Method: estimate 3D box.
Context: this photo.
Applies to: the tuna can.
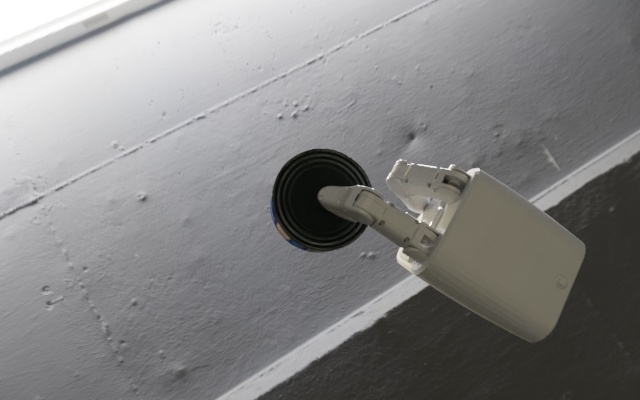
[{"bbox_3d":[0.000,0.001,0.408,0.086,0.086,0.034,0,-10,-11],"label":"tuna can"}]
